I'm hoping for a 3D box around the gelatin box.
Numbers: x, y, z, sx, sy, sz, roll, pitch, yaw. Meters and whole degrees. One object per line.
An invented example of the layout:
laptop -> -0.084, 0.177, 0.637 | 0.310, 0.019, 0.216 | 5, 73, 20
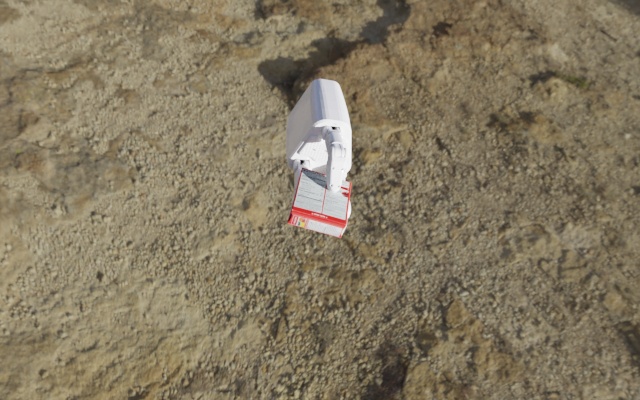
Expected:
gelatin box -> 0.000, 0.002, 0.638 | 0.073, 0.030, 0.089 | 16, 42, -5
